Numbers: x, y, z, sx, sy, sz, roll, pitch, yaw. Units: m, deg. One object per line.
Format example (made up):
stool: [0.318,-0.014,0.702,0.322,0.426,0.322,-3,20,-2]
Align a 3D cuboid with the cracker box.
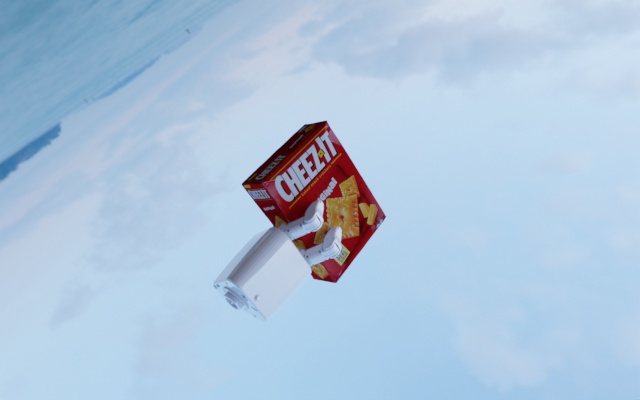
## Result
cracker box: [0.000,0.003,0.787,0.072,0.214,0.164,-1,40,51]
